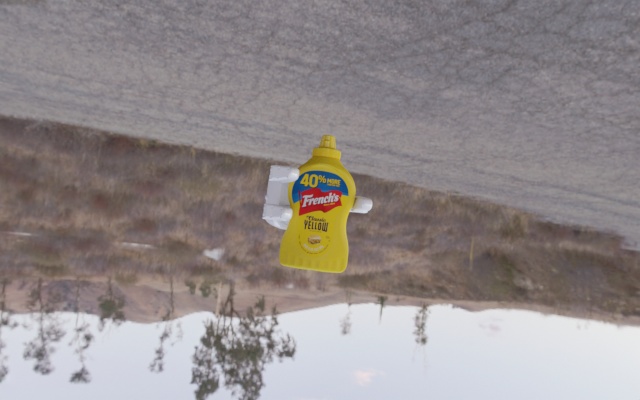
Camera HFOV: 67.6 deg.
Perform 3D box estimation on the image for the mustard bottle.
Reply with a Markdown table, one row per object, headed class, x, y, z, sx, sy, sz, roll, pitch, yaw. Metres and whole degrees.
| class | x | y | z | sx | sy | sz | roll | pitch | yaw |
| --- | --- | --- | --- | --- | --- | --- | --- | --- | --- |
| mustard bottle | 0.000 | 0.002 | 0.680 | 0.096 | 0.191 | 0.058 | 7 | -3 | 6 |
